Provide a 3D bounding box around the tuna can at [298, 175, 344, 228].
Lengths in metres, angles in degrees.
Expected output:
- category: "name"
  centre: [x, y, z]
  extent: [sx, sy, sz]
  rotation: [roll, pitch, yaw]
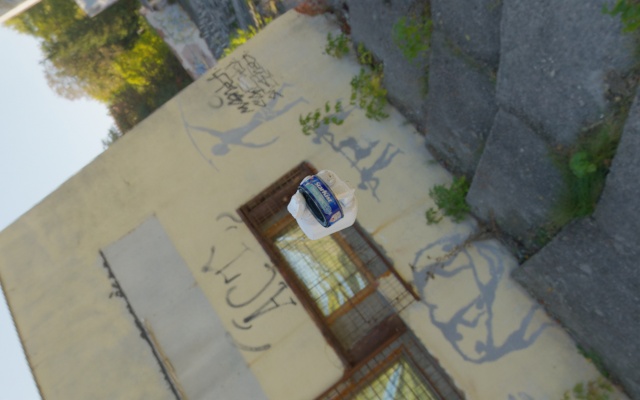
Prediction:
- category: "tuna can"
  centre: [0.000, 0.003, 0.784]
  extent: [0.034, 0.086, 0.086]
  rotation: [-34, 8, -12]
